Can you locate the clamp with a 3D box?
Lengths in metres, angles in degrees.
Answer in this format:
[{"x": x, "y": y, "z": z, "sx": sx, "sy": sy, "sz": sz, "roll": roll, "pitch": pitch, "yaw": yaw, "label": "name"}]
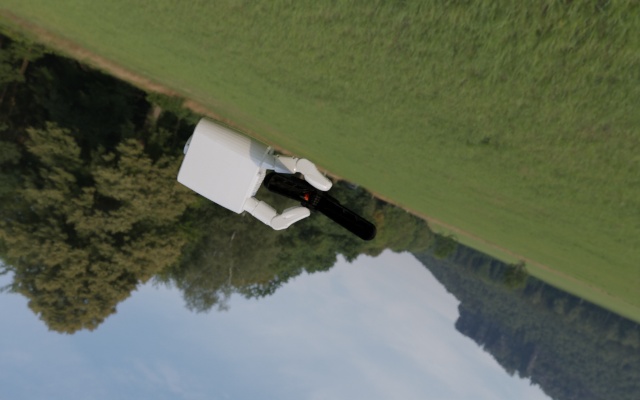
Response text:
[{"x": -0.001, "y": 0.003, "z": 0.709, "sx": 0.164, "sy": 0.036, "sz": 0.210, "roll": 29, "pitch": 4, "yaw": -3, "label": "clamp"}]
